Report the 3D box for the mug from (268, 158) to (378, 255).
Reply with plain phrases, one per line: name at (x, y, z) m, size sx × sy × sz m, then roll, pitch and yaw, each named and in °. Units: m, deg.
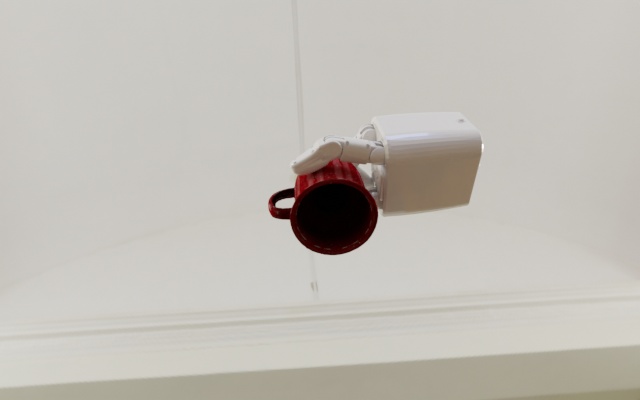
mug at (-0.001, 0.002, 0.535) m, size 0.117 × 0.093 × 0.081 m, roll -5°, pitch 28°, yaw -1°
